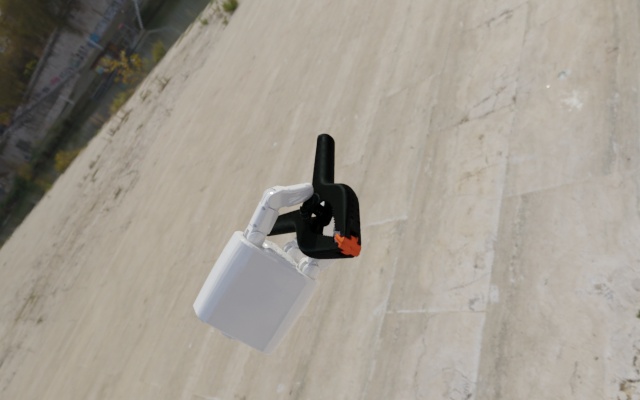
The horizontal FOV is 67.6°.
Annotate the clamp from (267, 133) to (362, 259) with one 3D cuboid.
[{"bbox_3d":[0.000,0.002,0.582,0.036,0.164,0.210,30,2,-29],"label":"clamp"}]
